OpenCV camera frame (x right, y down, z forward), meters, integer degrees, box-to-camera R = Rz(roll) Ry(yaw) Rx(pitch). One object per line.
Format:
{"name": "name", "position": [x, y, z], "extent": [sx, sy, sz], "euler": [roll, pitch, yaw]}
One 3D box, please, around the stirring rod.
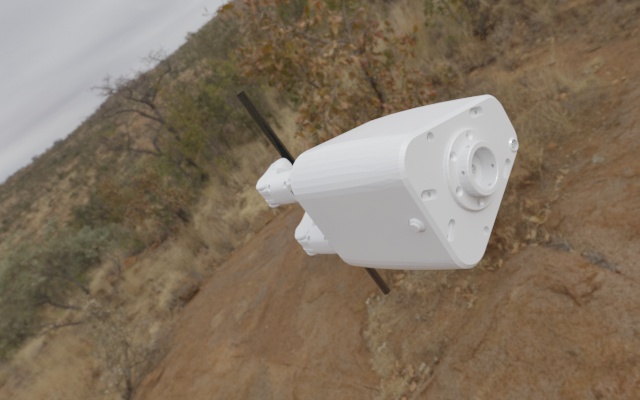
{"name": "stirring rod", "position": [0.000, 0.001, 0.440], "extent": [0.011, 0.239, 0.011], "euler": [-31, 21, 13]}
